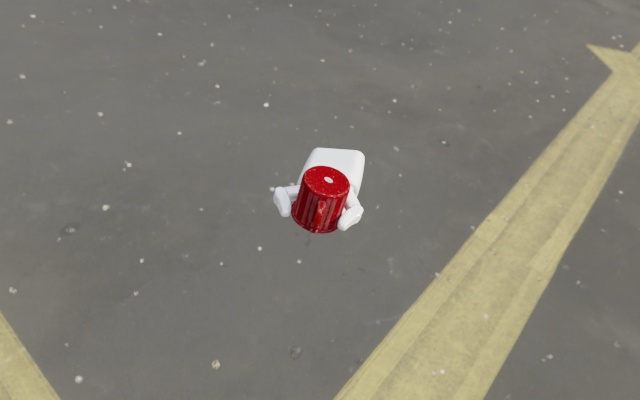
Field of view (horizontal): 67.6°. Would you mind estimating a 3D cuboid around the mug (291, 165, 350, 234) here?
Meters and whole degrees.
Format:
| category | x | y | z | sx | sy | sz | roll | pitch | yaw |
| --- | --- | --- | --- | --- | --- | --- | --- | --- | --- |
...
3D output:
| category | x | y | z | sx | sy | sz | roll | pitch | yaw |
| --- | --- | --- | --- | --- | --- | --- | --- | --- | --- |
| mug | 0.000 | 0.003 | 0.796 | 0.093 | 0.082 | 0.117 | 17 | 41 | 0 |
